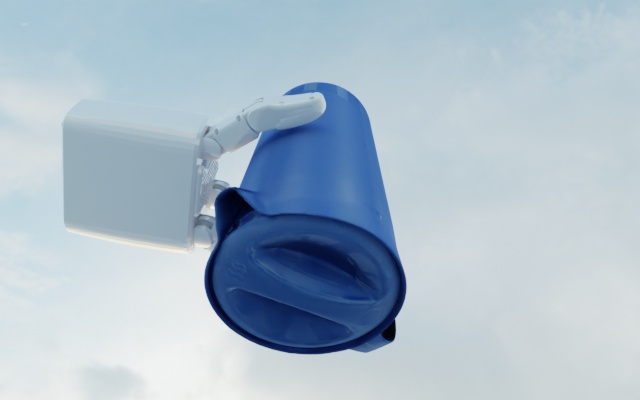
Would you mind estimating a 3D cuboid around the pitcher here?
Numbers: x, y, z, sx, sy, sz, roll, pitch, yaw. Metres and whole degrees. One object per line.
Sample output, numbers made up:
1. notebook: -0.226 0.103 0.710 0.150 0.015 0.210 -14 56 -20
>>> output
1. pitcher: 0.000 0.001 0.410 0.145 0.149 0.242 7 36 -2
